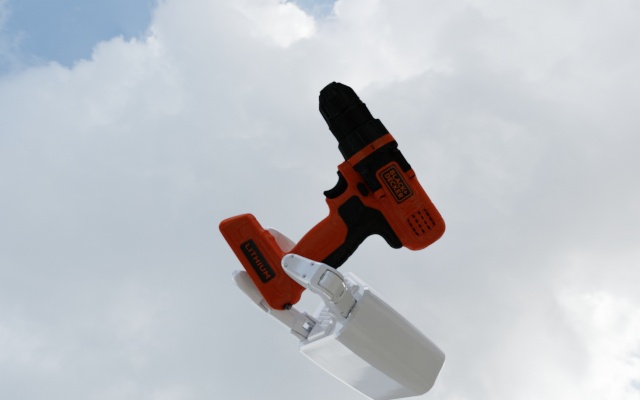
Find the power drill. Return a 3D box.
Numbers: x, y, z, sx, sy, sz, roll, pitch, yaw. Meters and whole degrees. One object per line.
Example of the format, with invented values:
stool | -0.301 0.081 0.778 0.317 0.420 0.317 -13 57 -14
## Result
power drill | 0.000 0.002 0.461 0.187 0.184 0.057 -34 -6 1
